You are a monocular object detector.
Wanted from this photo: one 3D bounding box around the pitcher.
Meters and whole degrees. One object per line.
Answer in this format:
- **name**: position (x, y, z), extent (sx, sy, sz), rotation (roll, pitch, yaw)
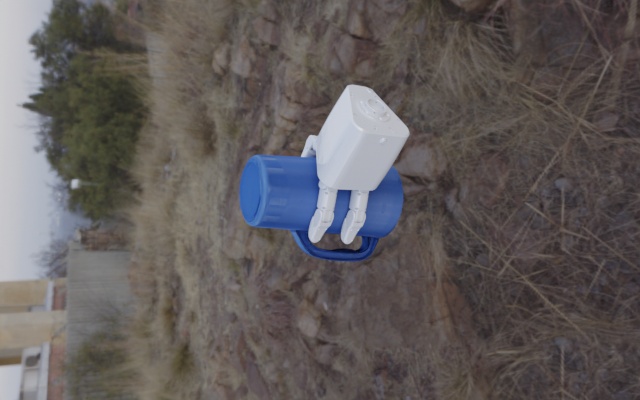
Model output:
- **pitcher**: position (0.000, 0.002, 0.764), extent (0.243, 0.149, 0.145), rotation (3, -43, -29)
